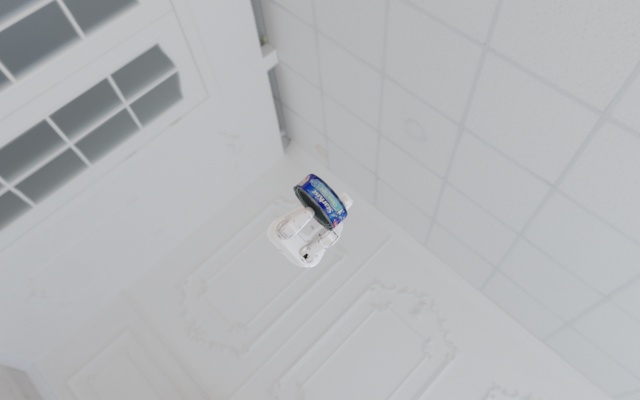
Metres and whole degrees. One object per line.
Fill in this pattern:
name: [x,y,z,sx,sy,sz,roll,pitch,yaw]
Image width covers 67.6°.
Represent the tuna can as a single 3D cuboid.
tuna can: [0.001,0.002,0.706,0.033,0.086,0.086,-41,10,-12]
